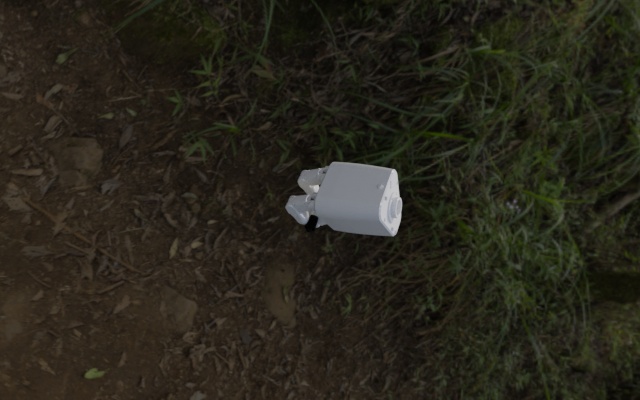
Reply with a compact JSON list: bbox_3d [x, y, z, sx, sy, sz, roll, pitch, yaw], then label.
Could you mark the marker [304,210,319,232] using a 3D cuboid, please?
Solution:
[{"bbox_3d":[0.000,0.003,0.822,0.020,0.121,0.020,17,-30,10],"label":"marker"}]
